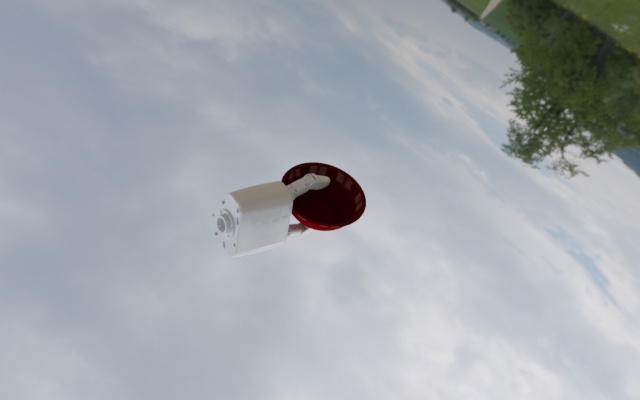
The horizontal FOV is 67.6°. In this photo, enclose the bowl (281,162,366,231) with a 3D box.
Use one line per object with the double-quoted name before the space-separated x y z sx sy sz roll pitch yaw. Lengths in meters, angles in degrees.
"bowl" 0.001 0.003 0.886 0.162 0.162 0.055 0 -42 -19
